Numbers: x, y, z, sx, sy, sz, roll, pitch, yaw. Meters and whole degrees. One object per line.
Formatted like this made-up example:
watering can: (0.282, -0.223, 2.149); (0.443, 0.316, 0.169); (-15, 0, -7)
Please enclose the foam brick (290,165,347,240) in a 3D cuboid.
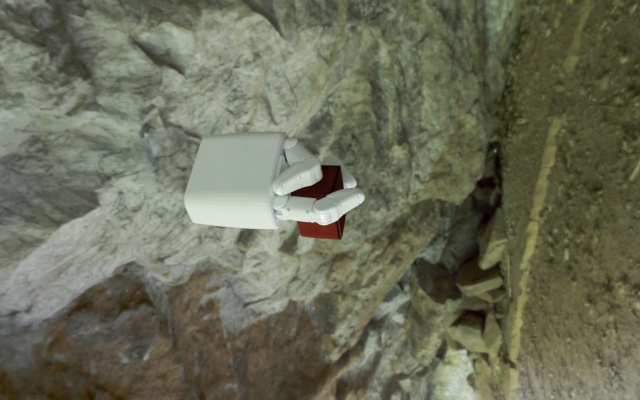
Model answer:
foam brick: (0.000, 0.002, 0.576); (0.051, 0.078, 0.053); (1, 43, 13)
